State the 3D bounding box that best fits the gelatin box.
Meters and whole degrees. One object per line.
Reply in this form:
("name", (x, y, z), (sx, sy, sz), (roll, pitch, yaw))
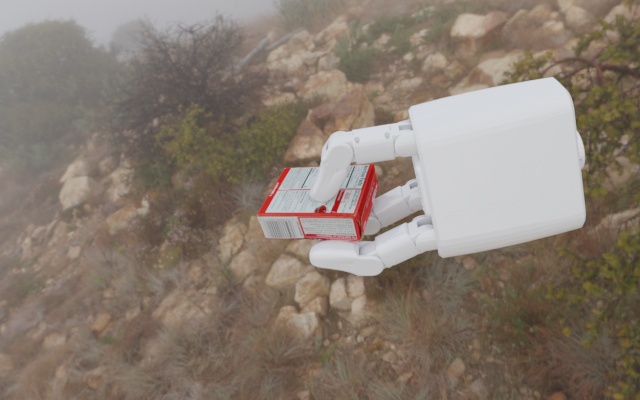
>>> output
("gelatin box", (0.000, 0.001, 0.413), (0.089, 0.030, 0.073), (0, 37, 20))
